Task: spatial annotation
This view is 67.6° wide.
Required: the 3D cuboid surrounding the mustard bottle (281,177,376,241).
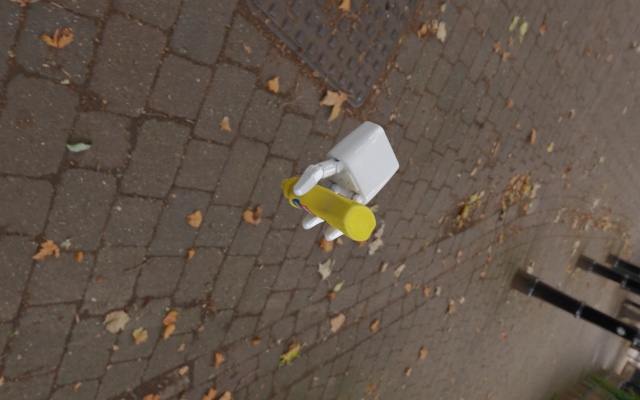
[{"bbox_3d":[0.000,0.003,0.833,0.191,0.058,0.096,28,-4,37],"label":"mustard bottle"}]
